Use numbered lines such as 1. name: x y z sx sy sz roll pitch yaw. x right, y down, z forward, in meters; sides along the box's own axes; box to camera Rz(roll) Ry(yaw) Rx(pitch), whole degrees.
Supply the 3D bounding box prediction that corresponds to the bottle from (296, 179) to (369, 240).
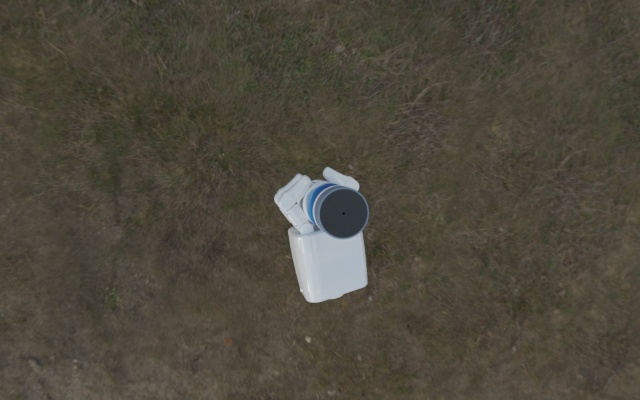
1. bottle: 0.000 0.002 0.740 0.069 0.069 0.295 0 5 -11
